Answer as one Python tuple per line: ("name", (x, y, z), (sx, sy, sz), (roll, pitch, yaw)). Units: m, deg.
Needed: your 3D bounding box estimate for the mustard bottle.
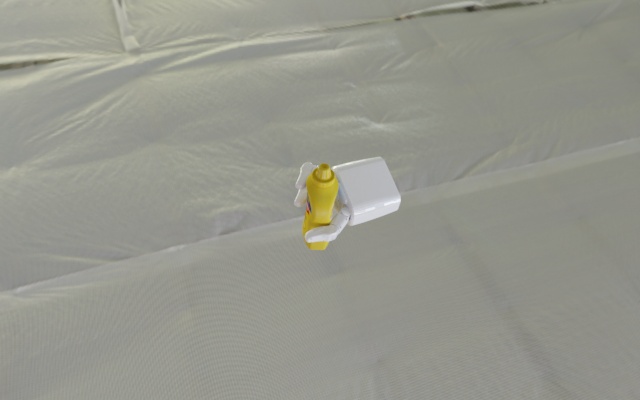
("mustard bottle", (0.000, 0.003, 0.883), (0.058, 0.096, 0.192), (4, -39, -3))
